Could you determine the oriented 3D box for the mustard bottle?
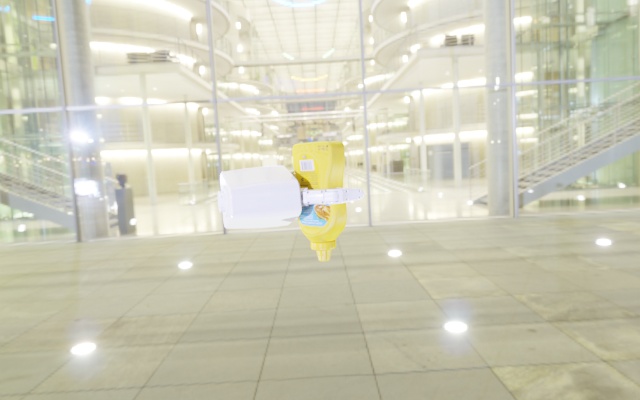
[{"bbox_3d":[0.000,0.002,0.768,0.058,0.191,0.096,-8,7,-43],"label":"mustard bottle"}]
